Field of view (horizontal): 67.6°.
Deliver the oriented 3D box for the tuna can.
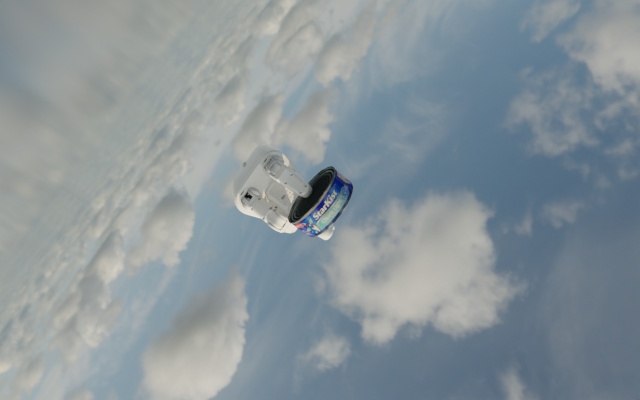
[{"bbox_3d":[0.001,0.002,0.581,0.034,0.086,0.086,38,-13,-17],"label":"tuna can"}]
